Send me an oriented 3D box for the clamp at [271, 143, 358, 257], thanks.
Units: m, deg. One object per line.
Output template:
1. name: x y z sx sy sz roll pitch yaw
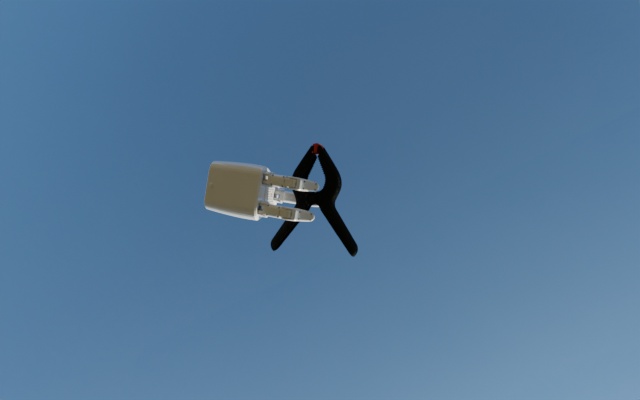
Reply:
1. clamp: 0.000 0.002 0.875 0.164 0.210 0.036 10 1 14
